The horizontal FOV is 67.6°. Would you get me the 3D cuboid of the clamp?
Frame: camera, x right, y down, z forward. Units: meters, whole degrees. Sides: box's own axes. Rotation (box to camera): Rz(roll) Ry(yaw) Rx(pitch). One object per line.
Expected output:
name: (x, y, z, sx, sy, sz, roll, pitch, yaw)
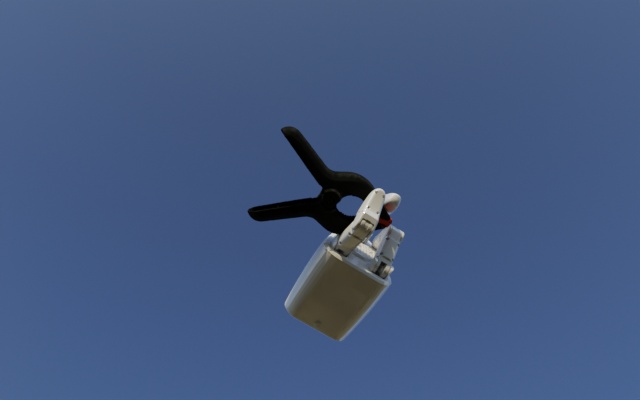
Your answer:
clamp: (0.000, 0.002, 0.578, 0.171, 0.120, 0.039, 31, 19, -8)
